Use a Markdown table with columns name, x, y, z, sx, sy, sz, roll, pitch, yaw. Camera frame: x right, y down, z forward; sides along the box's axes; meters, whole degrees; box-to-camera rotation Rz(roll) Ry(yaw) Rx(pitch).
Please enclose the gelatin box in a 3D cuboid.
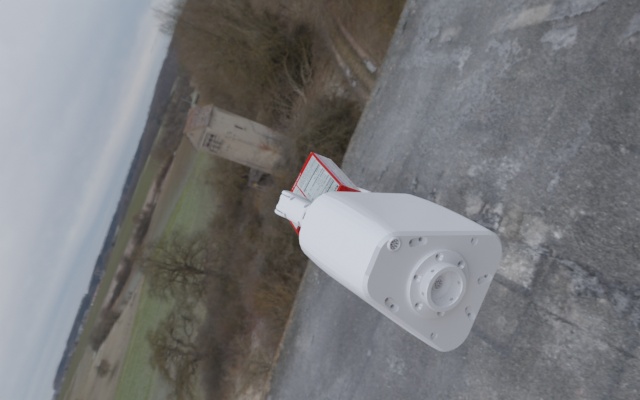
| name | x | y | z | sx | sy | sz | roll | pitch | yaw |
| --- | --- | --- | --- | --- | --- | --- | --- | --- | --- |
| gelatin box | 0.000 | 0.001 | 0.487 | 0.030 | 0.073 | 0.089 | 18 | 18 | -31 |
